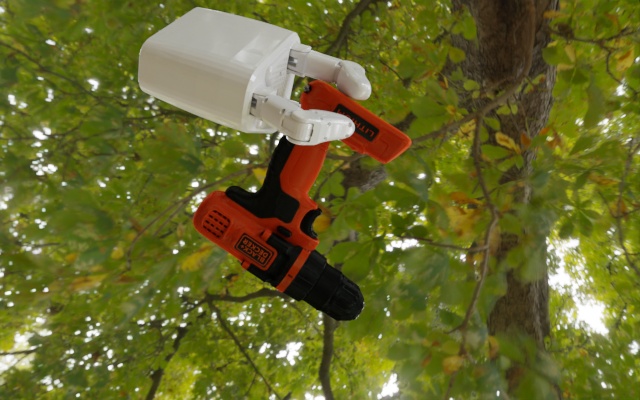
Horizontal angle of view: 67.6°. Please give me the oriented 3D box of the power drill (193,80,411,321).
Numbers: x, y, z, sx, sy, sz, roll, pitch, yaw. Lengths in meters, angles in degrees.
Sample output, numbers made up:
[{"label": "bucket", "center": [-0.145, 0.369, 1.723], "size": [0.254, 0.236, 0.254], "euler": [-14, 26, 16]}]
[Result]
[{"label": "power drill", "center": [0.000, 0.001, 0.442], "size": [0.184, 0.188, 0.057], "euler": [34, 9, -5]}]
